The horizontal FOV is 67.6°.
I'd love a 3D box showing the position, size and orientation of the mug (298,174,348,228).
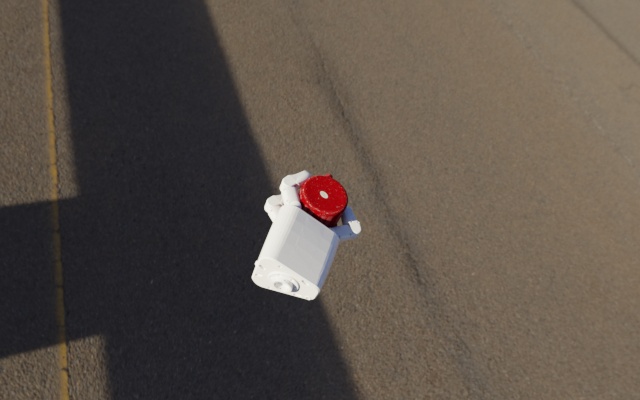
[{"bbox_3d":[0.001,0.002,0.819,0.093,0.117,0.081,23,-39,-4],"label":"mug"}]
